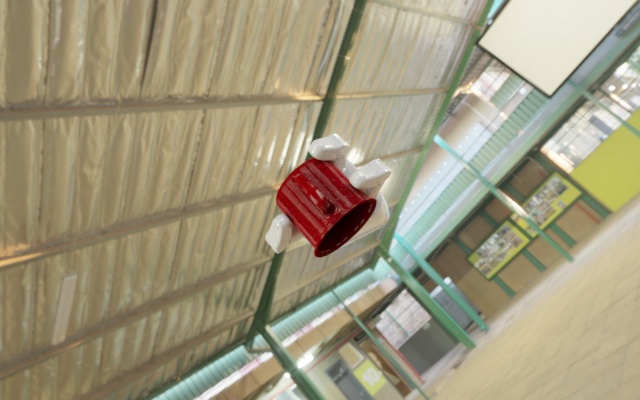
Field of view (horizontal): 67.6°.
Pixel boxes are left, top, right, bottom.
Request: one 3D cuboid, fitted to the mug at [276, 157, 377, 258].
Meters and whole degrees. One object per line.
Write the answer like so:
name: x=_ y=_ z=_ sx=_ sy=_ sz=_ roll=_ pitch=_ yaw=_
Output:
mug: x=0.000 y=0.001 z=0.535 sx=0.081 sy=0.093 sz=0.117 roll=47 pitch=2 yaw=20
